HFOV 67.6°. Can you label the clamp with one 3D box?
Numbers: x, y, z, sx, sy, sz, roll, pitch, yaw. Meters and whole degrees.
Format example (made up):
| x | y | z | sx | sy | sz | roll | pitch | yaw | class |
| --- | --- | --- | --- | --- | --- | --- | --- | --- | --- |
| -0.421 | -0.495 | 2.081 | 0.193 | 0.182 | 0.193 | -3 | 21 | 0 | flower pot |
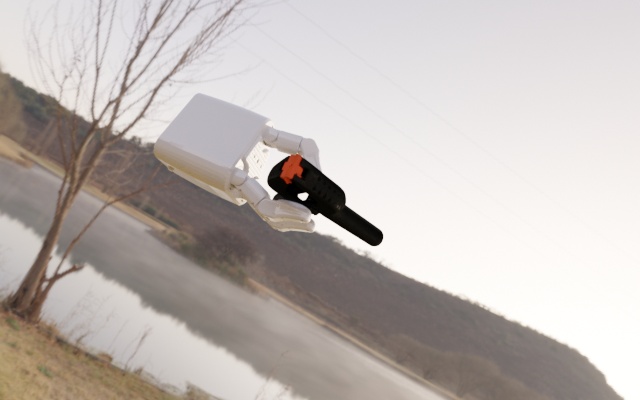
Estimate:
| x | y | z | sx | sy | sz | roll | pitch | yaw | class |
| --- | --- | --- | --- | --- | --- | --- | --- | --- | --- |
| 0.000 | 0.001 | 0.570 | 0.164 | 0.036 | 0.210 | 20 | -13 | 11 | clamp |
